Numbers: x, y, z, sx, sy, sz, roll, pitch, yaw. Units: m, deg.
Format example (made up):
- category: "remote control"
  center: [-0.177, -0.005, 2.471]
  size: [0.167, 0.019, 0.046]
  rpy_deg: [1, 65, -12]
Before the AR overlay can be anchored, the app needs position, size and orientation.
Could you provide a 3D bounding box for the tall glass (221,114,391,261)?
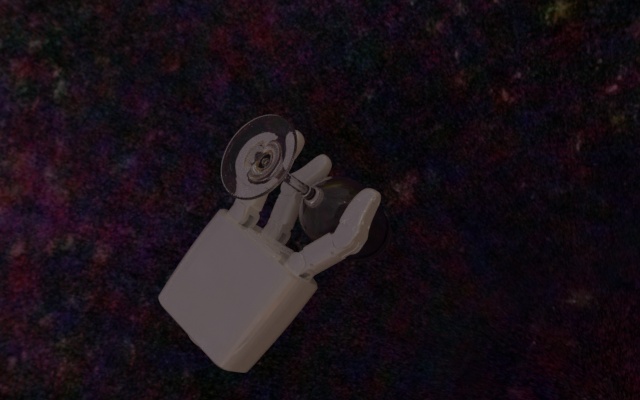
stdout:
- category: "tall glass"
  center: [0.000, 0.001, 0.452]
  size: [0.079, 0.079, 0.201]
  rpy_deg: [0, -21, 33]
